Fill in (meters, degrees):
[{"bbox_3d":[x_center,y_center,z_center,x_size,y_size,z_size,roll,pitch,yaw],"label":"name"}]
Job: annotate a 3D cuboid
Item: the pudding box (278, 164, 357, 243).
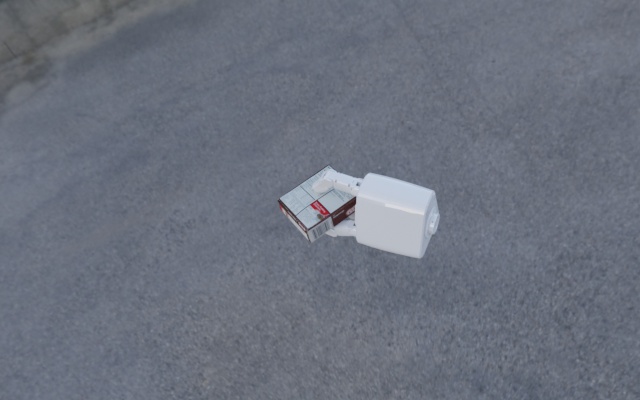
[{"bbox_3d":[0.000,0.003,0.790,0.113,0.039,0.090,-34,53,-16],"label":"pudding box"}]
